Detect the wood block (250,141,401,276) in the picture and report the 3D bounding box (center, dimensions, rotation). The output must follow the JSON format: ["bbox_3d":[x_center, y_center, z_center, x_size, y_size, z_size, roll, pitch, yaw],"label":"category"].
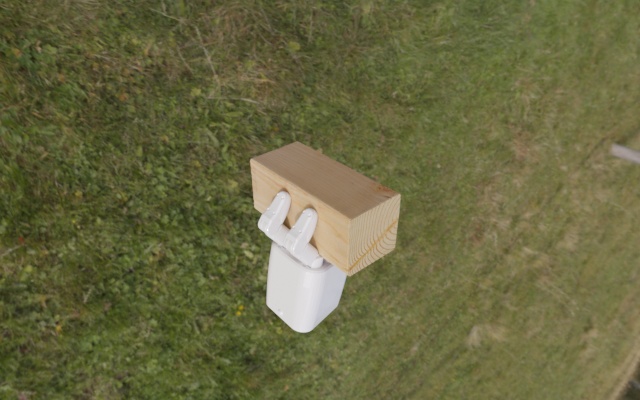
[{"bbox_3d":[0.000,0.002,0.660,0.091,0.090,0.206,-25,40,-34],"label":"wood block"}]
